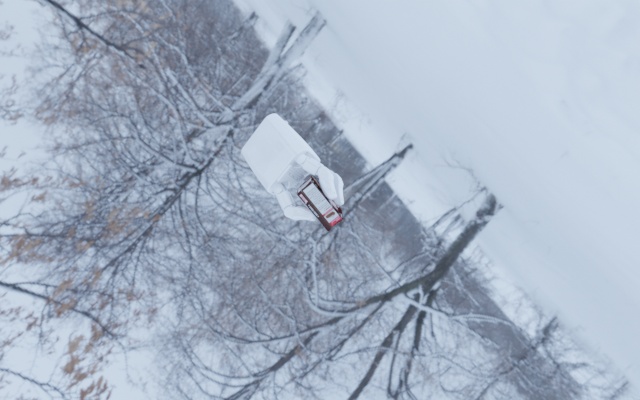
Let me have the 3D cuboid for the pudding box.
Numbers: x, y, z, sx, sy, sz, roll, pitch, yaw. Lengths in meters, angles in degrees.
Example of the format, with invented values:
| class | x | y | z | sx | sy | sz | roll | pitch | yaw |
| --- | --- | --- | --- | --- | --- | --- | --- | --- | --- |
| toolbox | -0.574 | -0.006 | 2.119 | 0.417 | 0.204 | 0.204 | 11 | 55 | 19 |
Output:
| class | x | y | z | sx | sy | sz | roll | pitch | yaw |
| --- | --- | --- | --- | --- | --- | --- | --- | --- | --- |
| pudding box | 0.000 | 0.003 | 0.863 | 0.039 | 0.090 | 0.113 | -40 | 5 | 8 |
